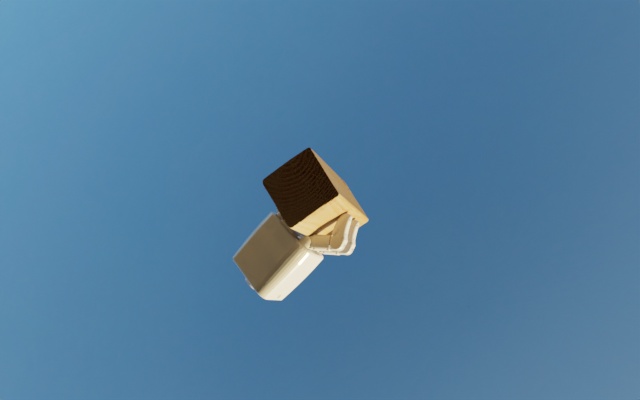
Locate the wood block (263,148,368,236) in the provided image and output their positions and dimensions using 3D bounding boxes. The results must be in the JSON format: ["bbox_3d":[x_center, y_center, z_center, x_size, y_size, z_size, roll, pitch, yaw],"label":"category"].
[{"bbox_3d":[0.000,0.003,0.780,0.090,0.090,0.206,-35,-20,7],"label":"wood block"}]
